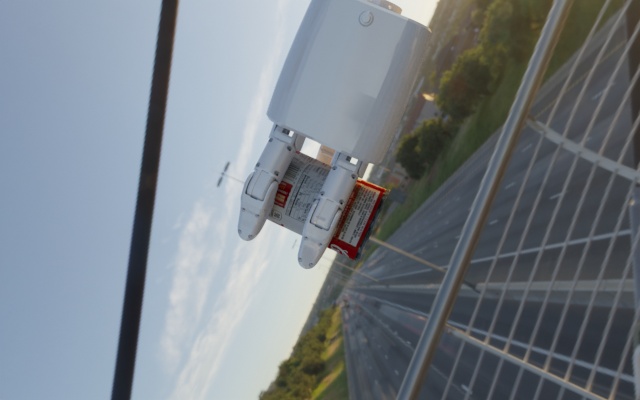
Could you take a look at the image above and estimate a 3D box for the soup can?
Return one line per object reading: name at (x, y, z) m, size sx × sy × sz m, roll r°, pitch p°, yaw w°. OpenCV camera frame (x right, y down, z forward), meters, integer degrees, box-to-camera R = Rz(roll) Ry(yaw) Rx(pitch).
soup can at (0.000, 0.002, 0.413) m, size 0.102 × 0.068 × 0.068 m, roll 24°, pitch 3°, yaw 6°
